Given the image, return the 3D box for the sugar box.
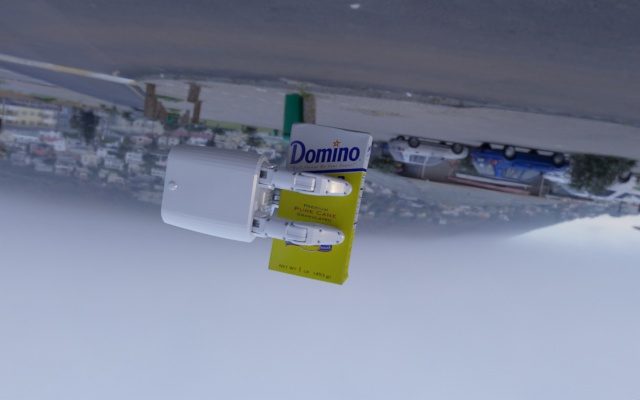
[{"bbox_3d":[0.000,0.002,0.559,0.093,0.176,0.048,10,6,10],"label":"sugar box"}]
